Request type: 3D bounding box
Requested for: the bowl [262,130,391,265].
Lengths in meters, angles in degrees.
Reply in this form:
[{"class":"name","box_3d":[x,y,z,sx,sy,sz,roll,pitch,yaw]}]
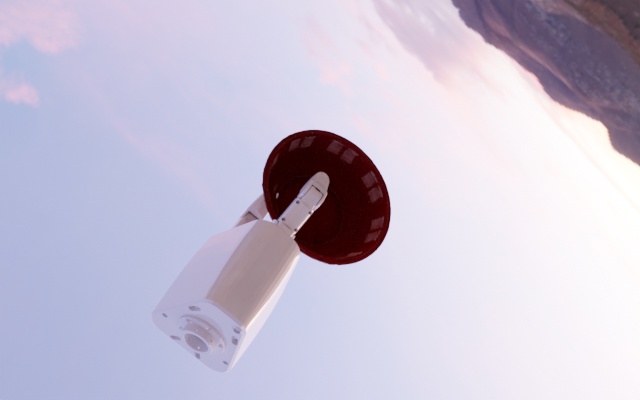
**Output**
[{"class":"bowl","box_3d":[0.001,0.001,0.551,0.162,0.162,0.055,0,-21,-29]}]
